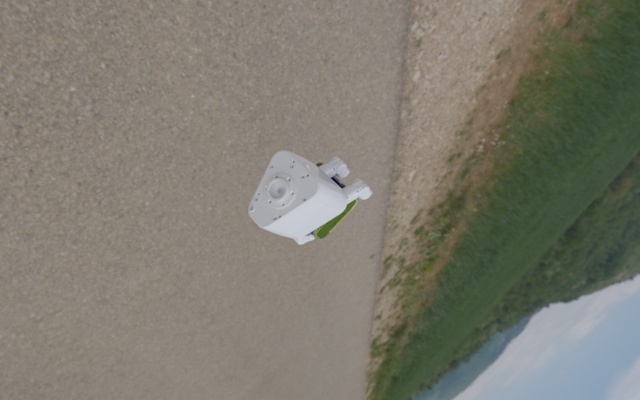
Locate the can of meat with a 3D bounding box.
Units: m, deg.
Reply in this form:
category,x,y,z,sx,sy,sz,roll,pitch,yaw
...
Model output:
category,x,y,z,sx,sy,sz,roll,pitch,yaw
can of meat,0.000,0.003,0.795,0.084,0.102,0.057,44,4,23
